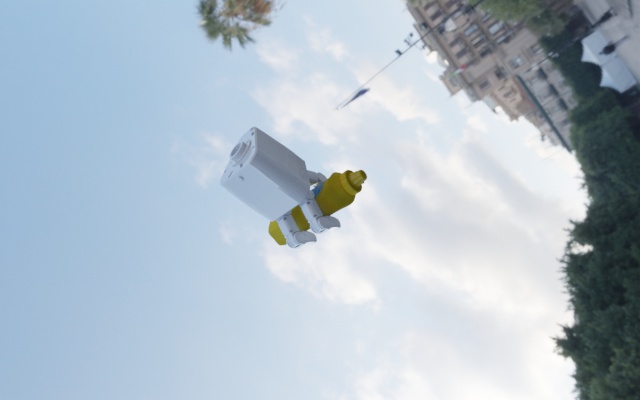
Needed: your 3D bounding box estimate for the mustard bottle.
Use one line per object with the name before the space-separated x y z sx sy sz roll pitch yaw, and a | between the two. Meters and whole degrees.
mustard bottle | 0.000 0.003 0.794 0.192 0.058 0.096 -34 9 33
